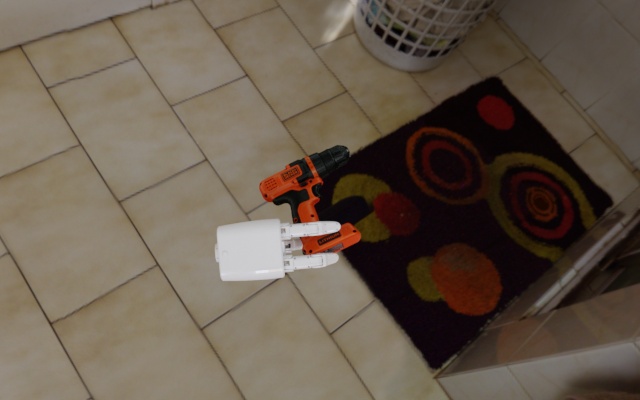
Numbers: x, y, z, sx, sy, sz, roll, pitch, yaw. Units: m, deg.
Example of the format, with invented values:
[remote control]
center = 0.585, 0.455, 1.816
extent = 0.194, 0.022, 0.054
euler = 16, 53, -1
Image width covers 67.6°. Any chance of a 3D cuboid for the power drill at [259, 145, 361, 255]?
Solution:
[power drill]
center = 0.000, 0.003, 0.874
extent = 0.184, 0.187, 0.057
euler = -27, -24, 0
